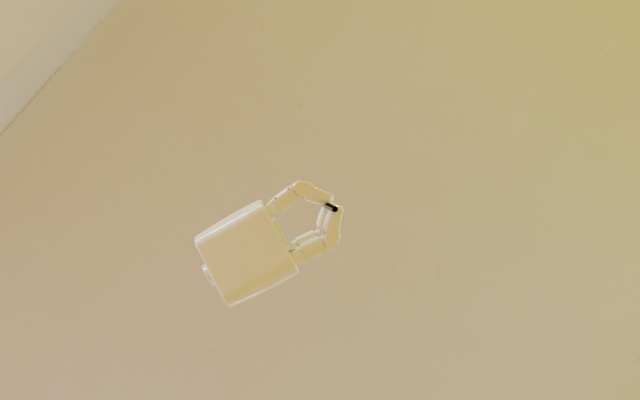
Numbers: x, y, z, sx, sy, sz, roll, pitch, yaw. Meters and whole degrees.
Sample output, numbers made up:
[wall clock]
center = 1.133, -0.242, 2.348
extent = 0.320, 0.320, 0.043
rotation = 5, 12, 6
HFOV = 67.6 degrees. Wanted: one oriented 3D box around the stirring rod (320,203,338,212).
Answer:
[stirring rod]
center = 0.000, 0.002, 0.731
extent = 0.011, 0.011, 0.239
rotation = 0, 4, -9
